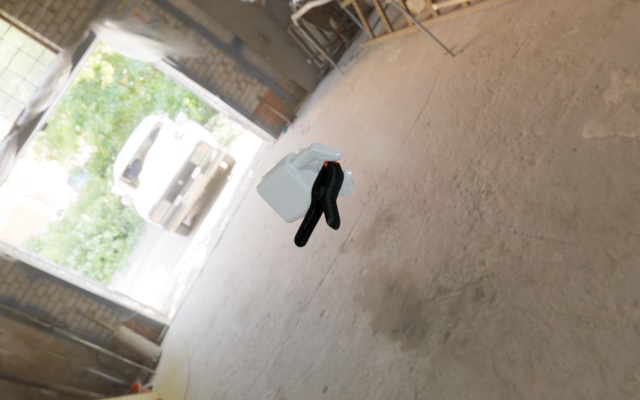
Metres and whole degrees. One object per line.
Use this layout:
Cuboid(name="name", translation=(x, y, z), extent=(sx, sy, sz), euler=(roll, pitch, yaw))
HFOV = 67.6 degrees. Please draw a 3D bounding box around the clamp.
Cuboid(name="clamp", translation=(0.000, 0.002, 0.847), extent=(0.039, 0.171, 0.120), euler=(35, -46, -26))
